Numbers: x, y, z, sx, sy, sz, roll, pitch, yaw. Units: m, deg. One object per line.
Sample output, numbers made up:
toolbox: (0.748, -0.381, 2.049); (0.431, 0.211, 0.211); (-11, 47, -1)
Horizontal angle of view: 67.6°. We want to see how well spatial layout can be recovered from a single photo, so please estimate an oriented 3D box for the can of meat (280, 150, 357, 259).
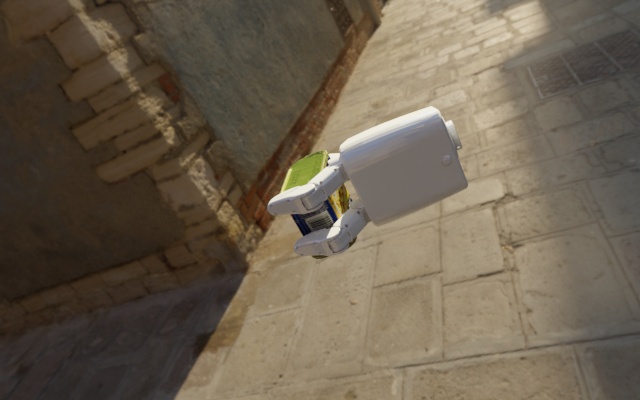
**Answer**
can of meat: (0.000, 0.001, 0.547); (0.057, 0.084, 0.102); (-21, 26, 17)
